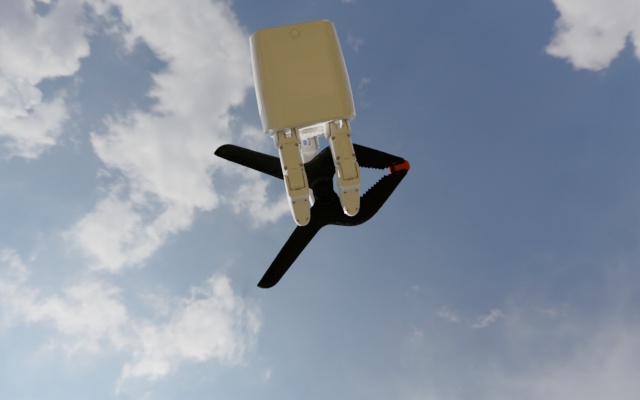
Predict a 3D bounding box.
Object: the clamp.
[{"bbox_3d":[0.000,0.001,0.535,0.210,0.164,0.036,-11,2,-6],"label":"clamp"}]
